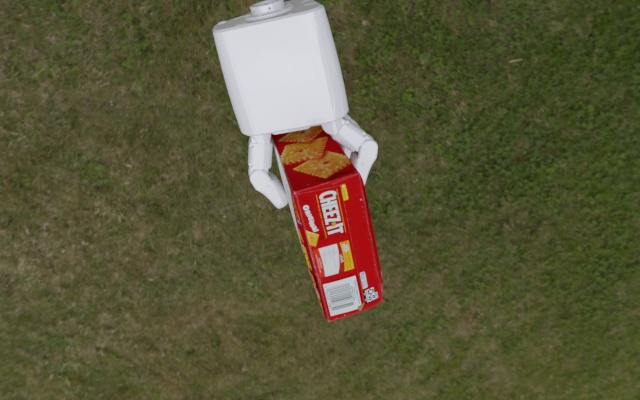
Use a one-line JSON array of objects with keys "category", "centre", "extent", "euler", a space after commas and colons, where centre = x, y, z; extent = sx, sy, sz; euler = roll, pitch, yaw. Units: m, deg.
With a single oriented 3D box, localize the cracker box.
[{"category": "cracker box", "centre": [0.000, 0.002, 0.548], "extent": [0.072, 0.164, 0.213], "euler": [-16, 30, -5]}]
